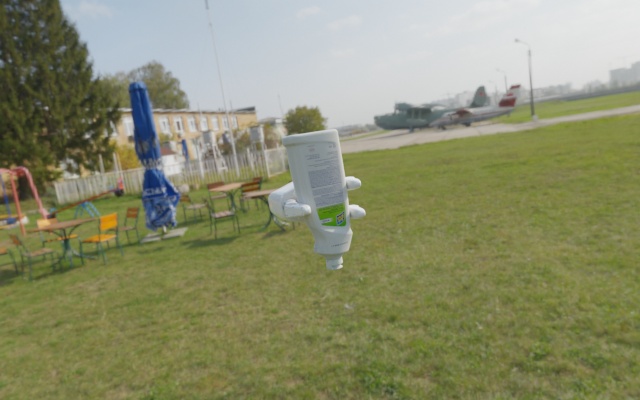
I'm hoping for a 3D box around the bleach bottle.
[{"bbox_3d":[0.000,0.003,0.864,0.102,0.251,0.068,-11,8,-20],"label":"bleach bottle"}]
